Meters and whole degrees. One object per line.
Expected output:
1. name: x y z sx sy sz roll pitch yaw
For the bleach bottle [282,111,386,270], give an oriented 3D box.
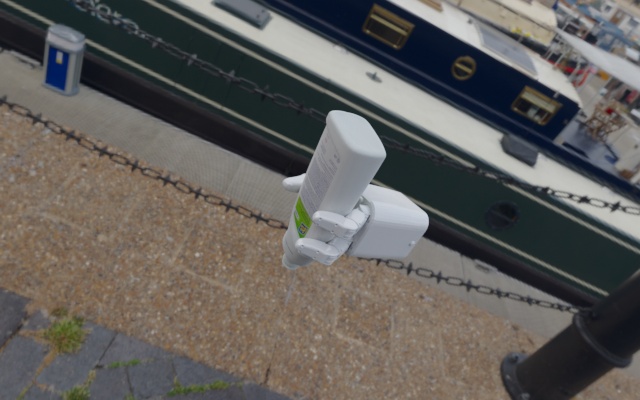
1. bleach bottle: 0.000 0.002 0.691 0.068 0.251 0.102 8 39 -29
